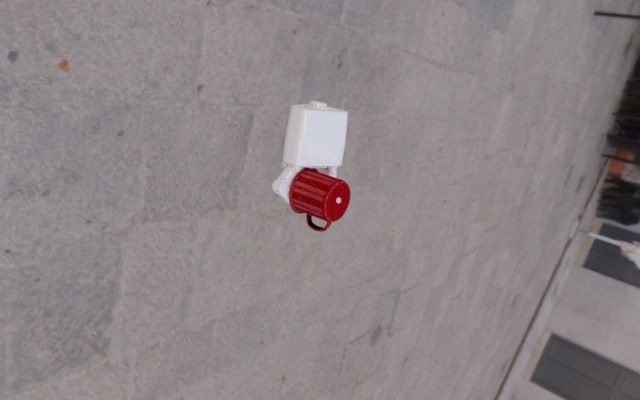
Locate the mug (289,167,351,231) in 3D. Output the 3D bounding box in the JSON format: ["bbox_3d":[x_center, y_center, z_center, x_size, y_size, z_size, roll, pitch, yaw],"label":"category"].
[{"bbox_3d":[0.000,0.004,0.894,0.081,0.117,0.093,20,21,35],"label":"mug"}]
